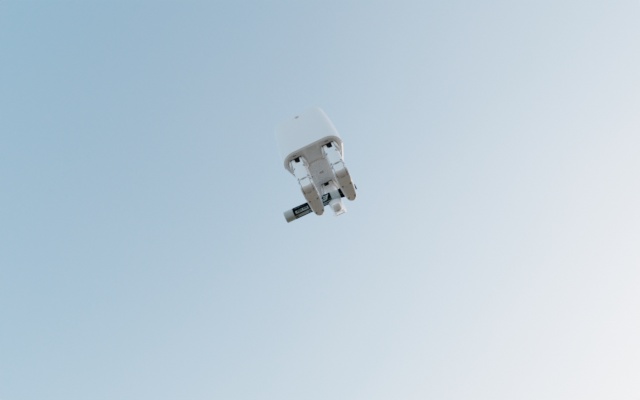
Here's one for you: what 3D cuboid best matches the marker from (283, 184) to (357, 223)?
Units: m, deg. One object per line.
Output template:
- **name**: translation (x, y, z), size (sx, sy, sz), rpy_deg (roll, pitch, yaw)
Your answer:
- **marker**: translation (0.000, 0.002, 0.746), size (0.121, 0.020, 0.020), rpy_deg (-24, -1, 2)
